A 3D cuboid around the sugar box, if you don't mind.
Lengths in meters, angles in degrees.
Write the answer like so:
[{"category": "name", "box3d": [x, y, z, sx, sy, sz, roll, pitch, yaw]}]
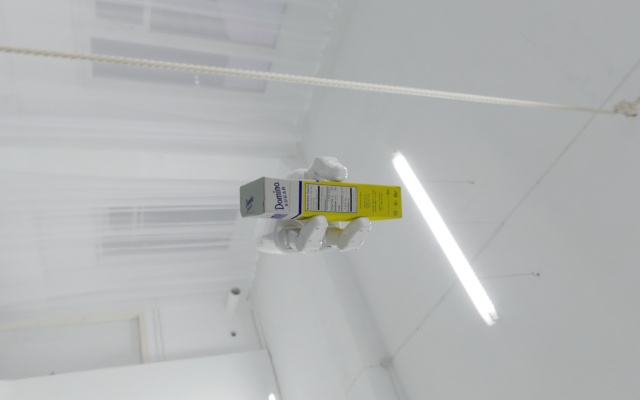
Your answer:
[{"category": "sugar box", "box3d": [0.000, 0.002, 0.572, 0.176, 0.048, 0.093, 0, -5, -25]}]
